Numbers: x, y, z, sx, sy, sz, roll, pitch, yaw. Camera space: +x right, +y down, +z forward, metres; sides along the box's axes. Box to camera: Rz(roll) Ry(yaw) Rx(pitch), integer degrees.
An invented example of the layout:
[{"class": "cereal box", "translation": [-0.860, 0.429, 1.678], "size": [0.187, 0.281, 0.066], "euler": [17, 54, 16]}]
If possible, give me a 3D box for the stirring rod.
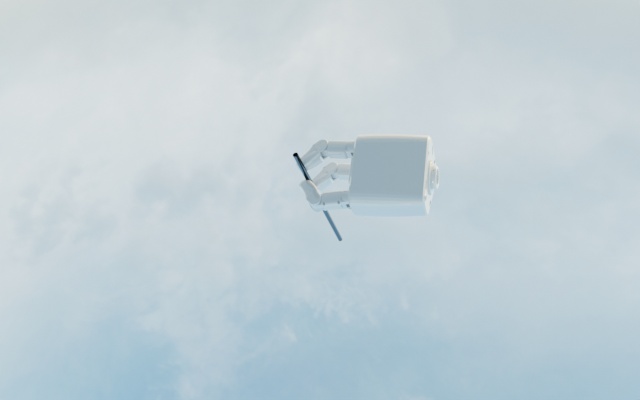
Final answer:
[{"class": "stirring rod", "translation": [0.000, 0.002, 0.773], "size": [0.011, 0.011, 0.240], "euler": [0, -34, 21]}]
